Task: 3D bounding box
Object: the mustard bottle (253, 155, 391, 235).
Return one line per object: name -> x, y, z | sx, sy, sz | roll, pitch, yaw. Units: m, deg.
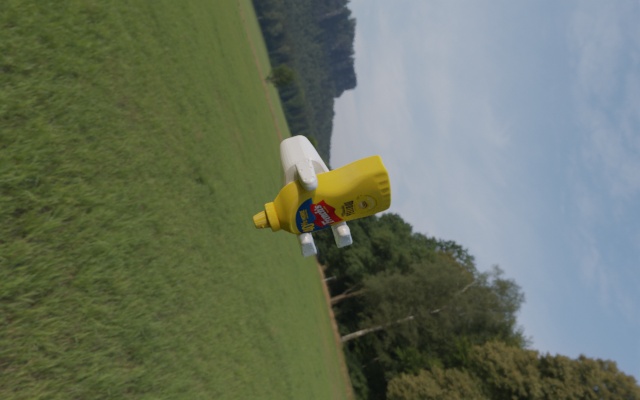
mustard bottle -> 0.000, 0.002, 0.664 | 0.191, 0.058, 0.096 | -17, -35, -3
